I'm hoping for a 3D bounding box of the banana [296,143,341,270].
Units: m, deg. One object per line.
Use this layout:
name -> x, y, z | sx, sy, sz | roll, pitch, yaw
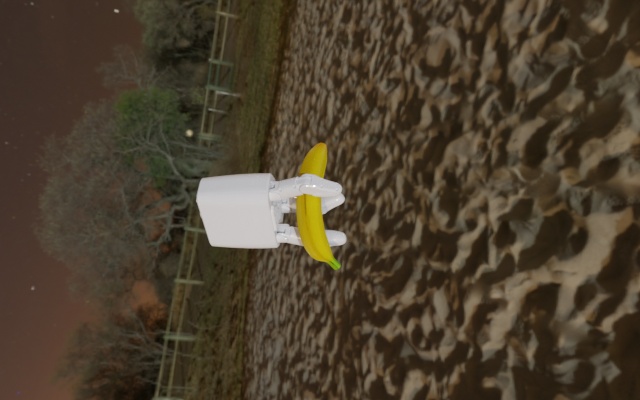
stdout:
banana -> -0.009, 0.002, 0.700 | 0.037, 0.197, 0.069 | -12, -15, 28
